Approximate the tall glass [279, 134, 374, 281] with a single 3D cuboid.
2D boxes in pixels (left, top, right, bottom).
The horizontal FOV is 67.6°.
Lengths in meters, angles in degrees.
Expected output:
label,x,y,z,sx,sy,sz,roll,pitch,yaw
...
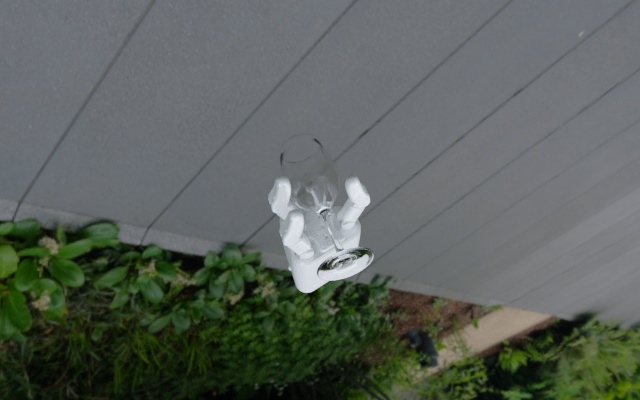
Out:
label,x,y,z,sx,sy,sz,roll,pitch,yaw
tall glass,0.000,0.003,0.640,0.079,0.201,0.079,-15,-33,-10
